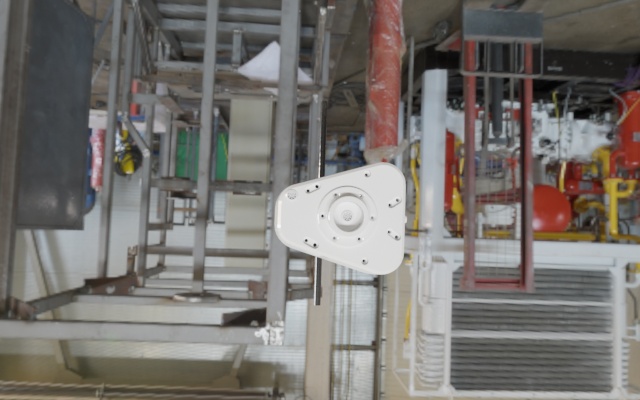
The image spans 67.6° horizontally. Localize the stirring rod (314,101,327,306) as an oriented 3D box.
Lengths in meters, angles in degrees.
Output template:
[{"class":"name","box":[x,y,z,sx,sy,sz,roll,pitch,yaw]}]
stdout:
[{"class":"stirring rod","box":[0.000,0.002,0.563,0.011,0.239,0.011,2,-3,0]}]
